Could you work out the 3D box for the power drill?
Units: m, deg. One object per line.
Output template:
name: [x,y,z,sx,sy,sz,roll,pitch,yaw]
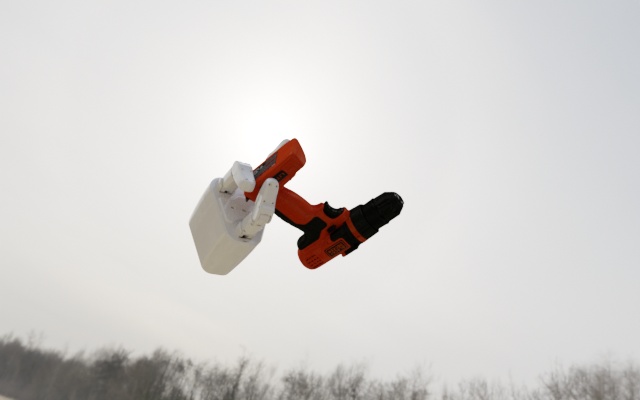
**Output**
power drill: [0.000,0.002,0.679,0.184,0.188,0.057,-36,25,20]
